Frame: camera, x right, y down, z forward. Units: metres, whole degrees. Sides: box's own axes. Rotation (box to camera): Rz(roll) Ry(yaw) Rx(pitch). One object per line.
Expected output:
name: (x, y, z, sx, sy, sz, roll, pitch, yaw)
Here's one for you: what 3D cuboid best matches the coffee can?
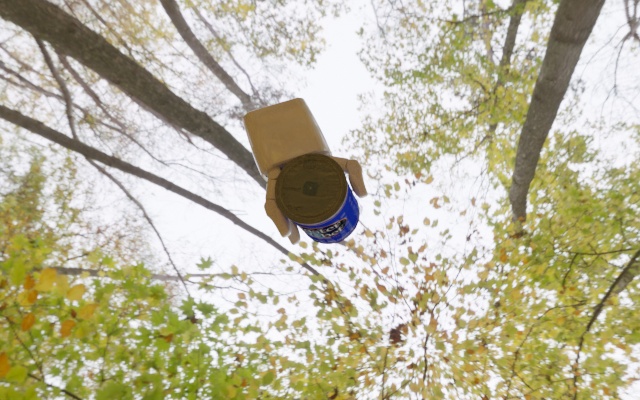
coffee can: (0.000, 0.002, 0.718, 0.103, 0.102, 0.140, 0, -16, 12)
